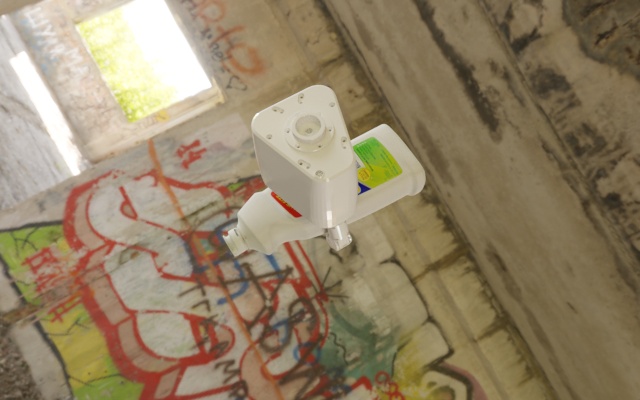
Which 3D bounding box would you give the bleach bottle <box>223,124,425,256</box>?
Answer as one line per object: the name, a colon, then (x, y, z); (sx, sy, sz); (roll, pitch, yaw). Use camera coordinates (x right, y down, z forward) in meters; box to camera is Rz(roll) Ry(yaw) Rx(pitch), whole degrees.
bleach bottle: (0.000, 0.002, 0.600); (0.251, 0.102, 0.068); (-29, -23, -11)
